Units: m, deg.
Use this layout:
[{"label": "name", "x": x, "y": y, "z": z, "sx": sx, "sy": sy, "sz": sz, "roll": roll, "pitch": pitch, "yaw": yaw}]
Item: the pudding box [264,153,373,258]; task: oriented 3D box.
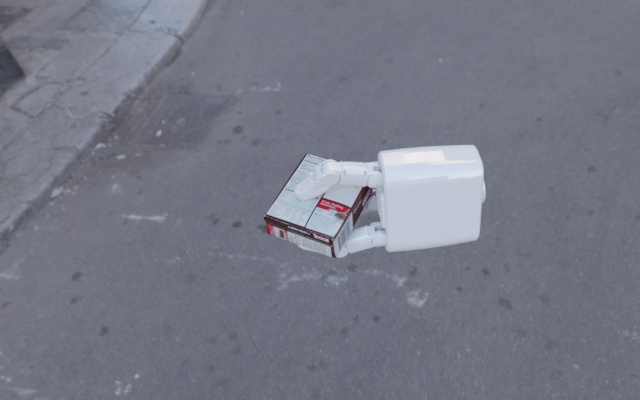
[{"label": "pudding box", "x": 0.000, "y": 0.002, "z": 0.556, "sx": 0.090, "sy": 0.113, "sz": 0.039, "roll": 17, "pitch": -38, "yaw": 20}]
